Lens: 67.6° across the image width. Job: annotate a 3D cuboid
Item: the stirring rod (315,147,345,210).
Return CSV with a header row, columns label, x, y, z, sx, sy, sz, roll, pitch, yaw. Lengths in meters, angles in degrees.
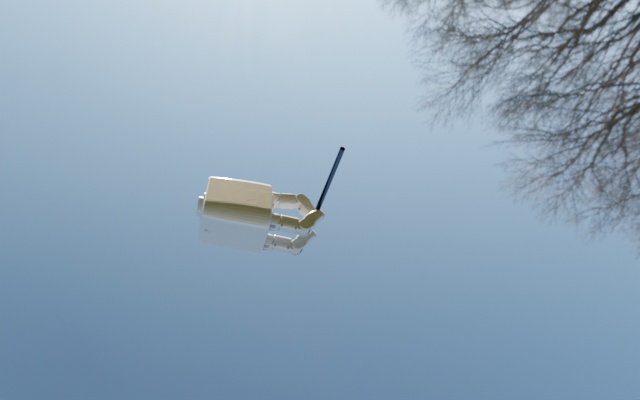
label,x,y,z,sx,sy,sz,roll,pitch,yaw
stirring rod,0.000,0.002,0.779,0.011,0.011,0.240,0,-40,-20
